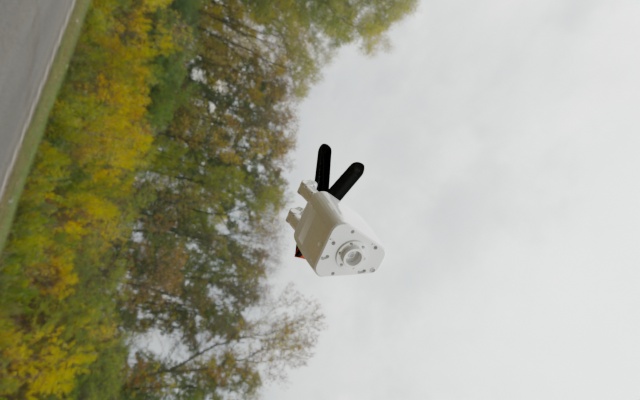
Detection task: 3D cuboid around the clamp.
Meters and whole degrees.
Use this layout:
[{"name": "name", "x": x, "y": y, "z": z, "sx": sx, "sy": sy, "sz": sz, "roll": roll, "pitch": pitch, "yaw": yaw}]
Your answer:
[{"name": "clamp", "x": 0.001, "y": 0.004, "z": 0.842, "sx": 0.036, "sy": 0.210, "sz": 0.164, "roll": 17, "pitch": 18, "yaw": -24}]
